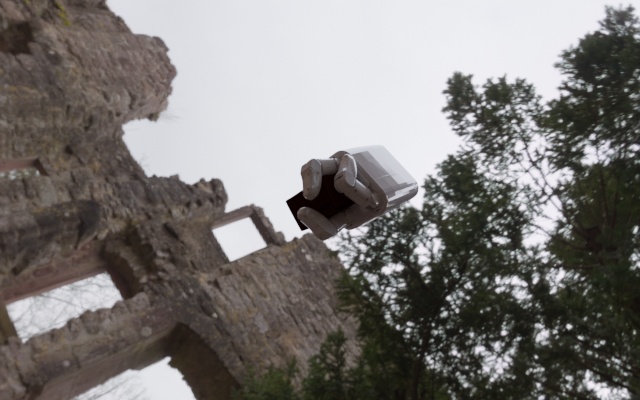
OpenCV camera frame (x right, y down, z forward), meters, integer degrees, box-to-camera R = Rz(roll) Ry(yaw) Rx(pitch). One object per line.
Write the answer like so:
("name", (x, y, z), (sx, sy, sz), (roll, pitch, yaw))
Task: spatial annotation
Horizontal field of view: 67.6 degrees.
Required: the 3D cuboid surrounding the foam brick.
("foam brick", (0.000, 0.002, 0.686), (0.078, 0.053, 0.051), (-32, -9, 40))
